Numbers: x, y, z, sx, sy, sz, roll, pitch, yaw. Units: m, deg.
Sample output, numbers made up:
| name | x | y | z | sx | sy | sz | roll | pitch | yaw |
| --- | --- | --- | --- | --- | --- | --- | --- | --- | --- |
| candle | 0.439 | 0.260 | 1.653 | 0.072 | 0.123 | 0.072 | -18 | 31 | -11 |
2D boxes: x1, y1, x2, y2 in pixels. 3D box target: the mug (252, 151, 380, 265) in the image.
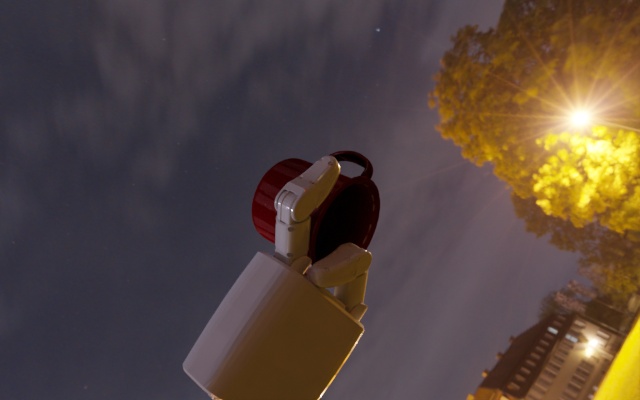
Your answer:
| name | x | y | z | sx | sy | sz | roll | pitch | yaw |
| --- | --- | --- | --- | --- | --- | --- | --- | --- | --- |
| mug | 0.001 | 0.000 | 0.428 | 0.081 | 0.117 | 0.093 | 24 | -18 | 35 |
